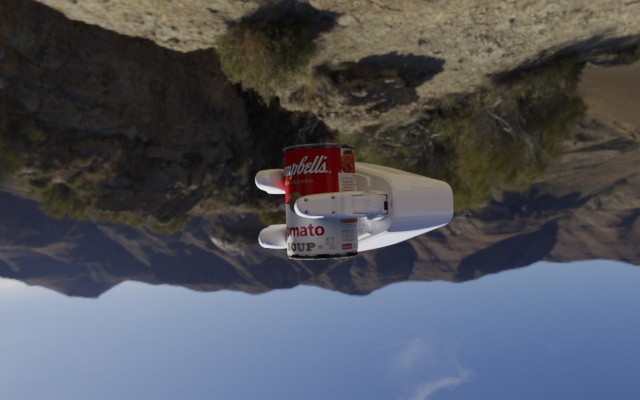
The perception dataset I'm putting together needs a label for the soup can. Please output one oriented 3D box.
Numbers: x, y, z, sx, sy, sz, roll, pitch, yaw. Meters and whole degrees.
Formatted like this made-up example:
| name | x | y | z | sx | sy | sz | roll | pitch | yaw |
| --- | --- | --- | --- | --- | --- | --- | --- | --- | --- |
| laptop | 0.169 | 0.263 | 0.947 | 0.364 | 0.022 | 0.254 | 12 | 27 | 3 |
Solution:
| name | x | y | z | sx | sy | sz | roll | pitch | yaw |
| --- | --- | --- | --- | --- | --- | --- | --- | --- | --- |
| soup can | 0.000 | 0.002 | 0.450 | 0.068 | 0.102 | 0.068 | -2 | -2 | 0 |
